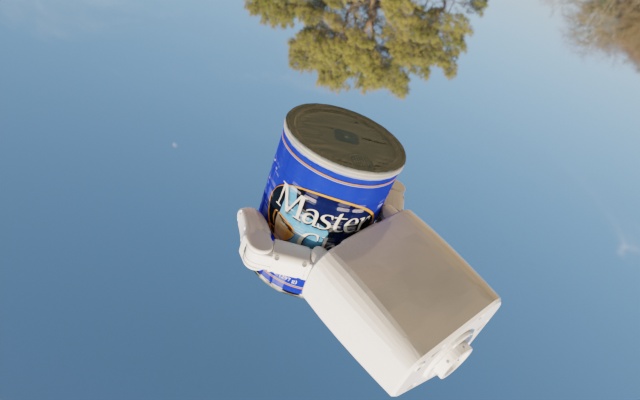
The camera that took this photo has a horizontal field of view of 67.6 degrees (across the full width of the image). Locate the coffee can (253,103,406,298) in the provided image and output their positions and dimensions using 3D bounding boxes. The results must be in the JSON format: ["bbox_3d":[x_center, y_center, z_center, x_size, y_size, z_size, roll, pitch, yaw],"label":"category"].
[{"bbox_3d":[0.000,0.001,0.421,0.103,0.140,0.102,15,35,-10],"label":"coffee can"}]
